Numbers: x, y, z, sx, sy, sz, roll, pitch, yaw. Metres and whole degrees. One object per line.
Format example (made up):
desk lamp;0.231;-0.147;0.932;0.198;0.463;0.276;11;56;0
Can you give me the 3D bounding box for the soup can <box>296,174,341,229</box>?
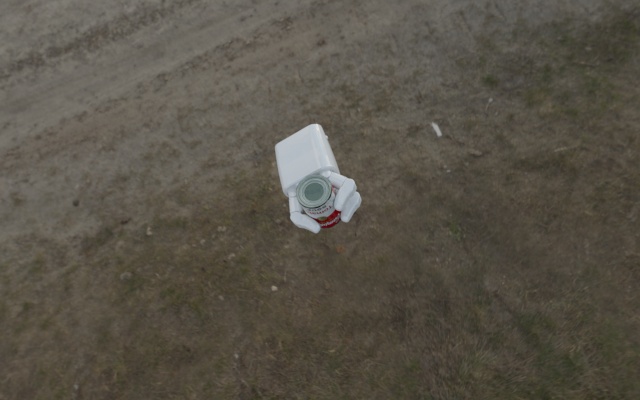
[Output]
soup can;0.000;0.003;0.879;0.068;0.068;0.102;0;-24;15
